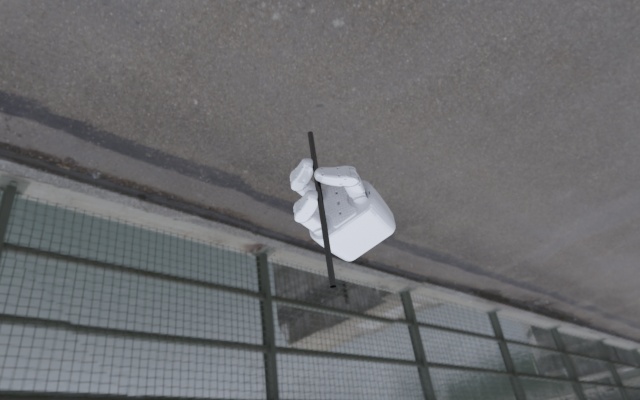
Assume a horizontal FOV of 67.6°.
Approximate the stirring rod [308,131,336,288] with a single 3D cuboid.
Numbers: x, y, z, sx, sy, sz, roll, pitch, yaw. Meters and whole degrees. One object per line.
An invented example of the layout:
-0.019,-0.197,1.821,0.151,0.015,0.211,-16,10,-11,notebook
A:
0.000,0.002,0.632,0.011,0.239,0.011,-6,-32,-4,stirring rod
